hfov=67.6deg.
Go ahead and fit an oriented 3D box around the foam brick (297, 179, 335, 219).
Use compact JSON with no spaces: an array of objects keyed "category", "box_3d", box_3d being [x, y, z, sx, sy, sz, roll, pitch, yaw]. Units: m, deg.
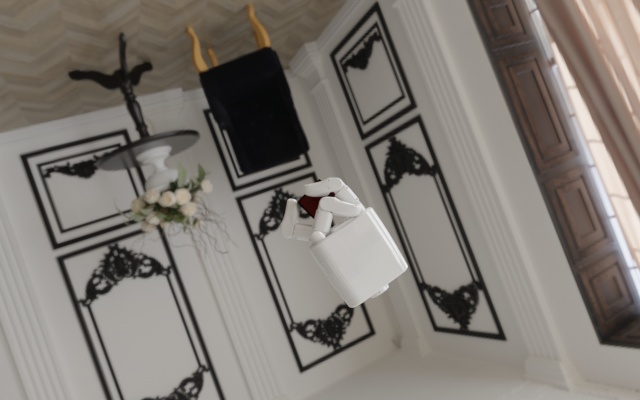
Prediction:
[{"category":"foam brick","box_3d":[0.000,0.002,0.764,0.051,0.053,0.078,44,2,1]}]
